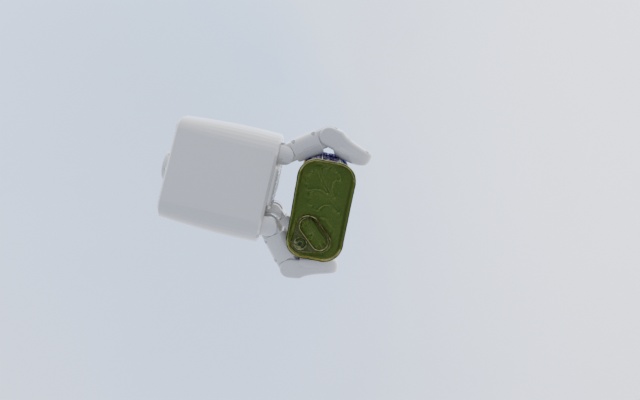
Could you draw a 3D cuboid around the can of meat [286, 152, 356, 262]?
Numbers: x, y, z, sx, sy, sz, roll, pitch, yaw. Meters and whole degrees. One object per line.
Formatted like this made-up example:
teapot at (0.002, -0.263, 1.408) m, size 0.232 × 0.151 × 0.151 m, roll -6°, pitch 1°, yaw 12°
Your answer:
can of meat at (0.000, 0.001, 0.504) m, size 0.057 × 0.102 × 0.084 m, roll 10°, pitch 13°, yaw -2°
